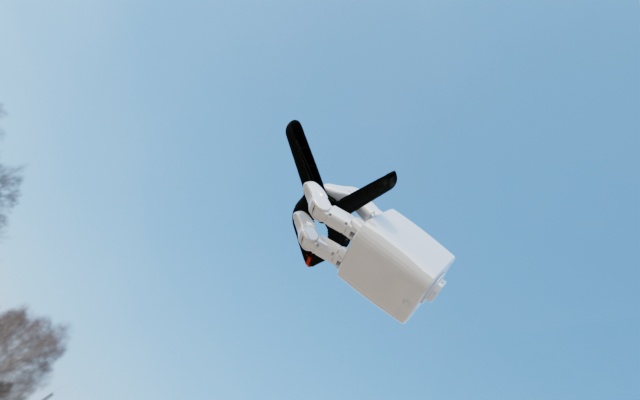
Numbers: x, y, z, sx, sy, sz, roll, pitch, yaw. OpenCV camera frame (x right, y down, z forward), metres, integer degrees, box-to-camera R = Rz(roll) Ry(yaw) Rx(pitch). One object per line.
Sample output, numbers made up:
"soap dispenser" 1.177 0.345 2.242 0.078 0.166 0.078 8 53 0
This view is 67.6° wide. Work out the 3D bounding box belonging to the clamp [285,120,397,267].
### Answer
"clamp" 0.001 0.002 0.652 0.164 0.210 0.036 37 41 19
